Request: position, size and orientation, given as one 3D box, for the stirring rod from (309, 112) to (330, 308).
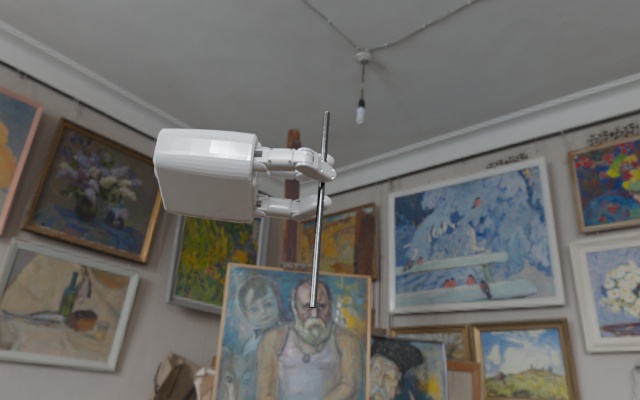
[{"bbox_3d":[0.000,0.002,0.547,0.011,0.239,0.011,3,-23,2],"label":"stirring rod"}]
